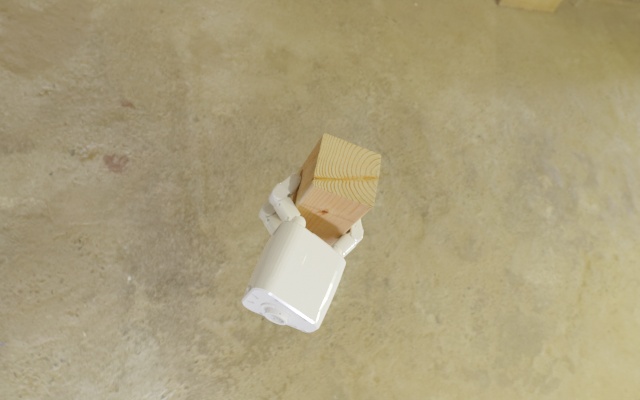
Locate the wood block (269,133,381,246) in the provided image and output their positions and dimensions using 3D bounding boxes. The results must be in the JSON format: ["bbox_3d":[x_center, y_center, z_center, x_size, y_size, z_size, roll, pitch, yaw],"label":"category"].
[{"bbox_3d":[0.000,0.003,0.718,0.091,0.090,0.206,20,-31,-13],"label":"wood block"}]
